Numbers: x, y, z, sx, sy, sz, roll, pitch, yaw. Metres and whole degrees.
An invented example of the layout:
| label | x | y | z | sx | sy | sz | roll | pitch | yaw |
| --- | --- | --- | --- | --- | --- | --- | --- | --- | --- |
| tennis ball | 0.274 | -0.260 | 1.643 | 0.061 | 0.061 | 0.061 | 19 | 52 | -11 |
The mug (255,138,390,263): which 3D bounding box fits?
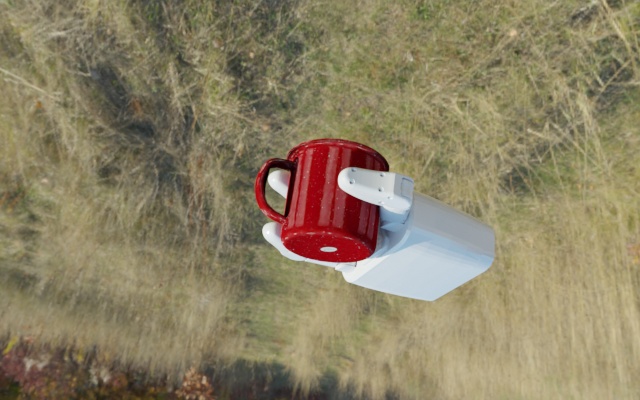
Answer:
| label | x | y | z | sx | sy | sz | roll | pitch | yaw |
| --- | --- | --- | --- | --- | --- | --- | --- | --- | --- |
| mug | -0.001 | 0.001 | 0.410 | 0.117 | 0.081 | 0.093 | 18 | -26 | -22 |
